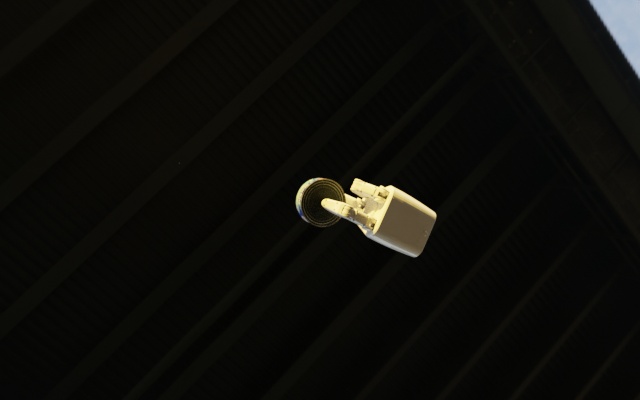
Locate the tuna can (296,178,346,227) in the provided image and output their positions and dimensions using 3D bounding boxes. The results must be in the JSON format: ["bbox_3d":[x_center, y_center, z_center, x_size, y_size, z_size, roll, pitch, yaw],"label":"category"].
[{"bbox_3d":[0.000,0.003,0.853,0.086,0.086,0.033,0,7,-22],"label":"tuna can"}]
